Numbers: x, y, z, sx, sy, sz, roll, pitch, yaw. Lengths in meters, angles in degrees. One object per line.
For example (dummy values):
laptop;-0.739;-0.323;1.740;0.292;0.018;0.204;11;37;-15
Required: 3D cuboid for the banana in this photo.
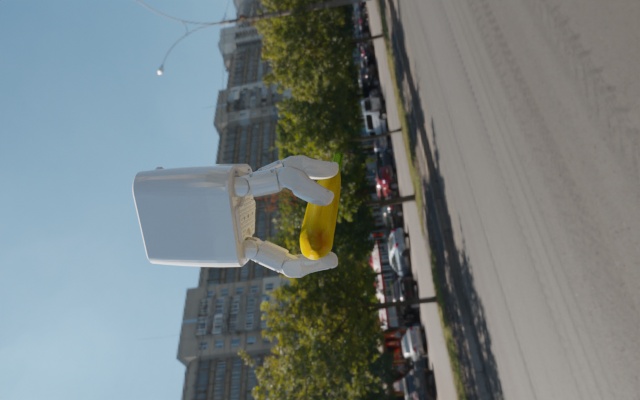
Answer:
banana;0.000;0.016;0.532;0.037;0.070;0.197;6;32;4
